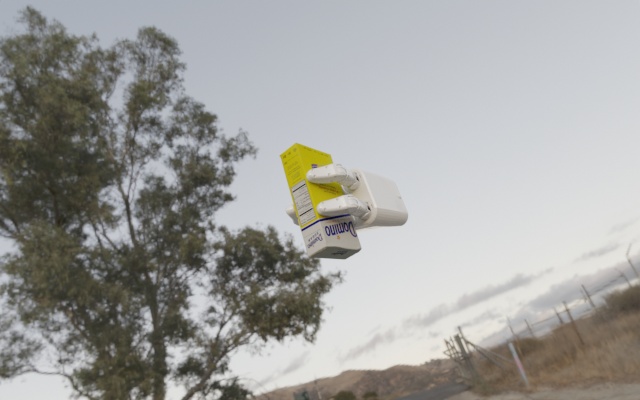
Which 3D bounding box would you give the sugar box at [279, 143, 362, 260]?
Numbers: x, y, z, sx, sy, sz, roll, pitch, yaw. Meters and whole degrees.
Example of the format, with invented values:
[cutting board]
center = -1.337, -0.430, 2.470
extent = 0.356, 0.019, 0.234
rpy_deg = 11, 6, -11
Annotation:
[sugar box]
center = 0.001, 0.002, 0.741
extent = 0.048, 0.176, 0.093
rpy_deg = -34, -27, 30
